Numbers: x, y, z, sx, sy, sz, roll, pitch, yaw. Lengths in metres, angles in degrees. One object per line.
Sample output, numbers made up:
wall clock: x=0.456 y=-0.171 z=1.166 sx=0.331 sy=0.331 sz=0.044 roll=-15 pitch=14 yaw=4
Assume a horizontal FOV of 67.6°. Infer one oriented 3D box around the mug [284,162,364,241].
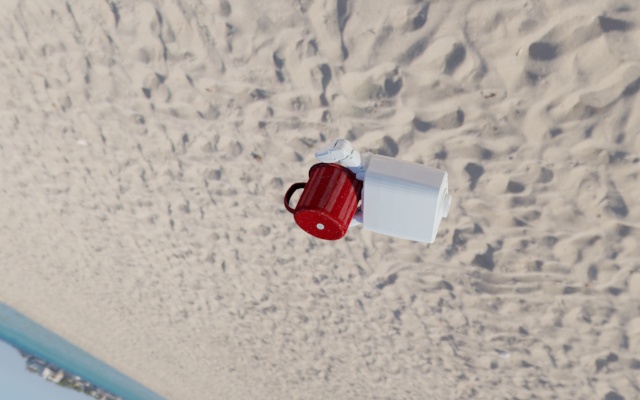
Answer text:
mug: x=-0.001 y=0.002 z=0.700 sx=0.117 sy=0.081 sz=0.093 roll=12 pitch=-32 yaw=21
